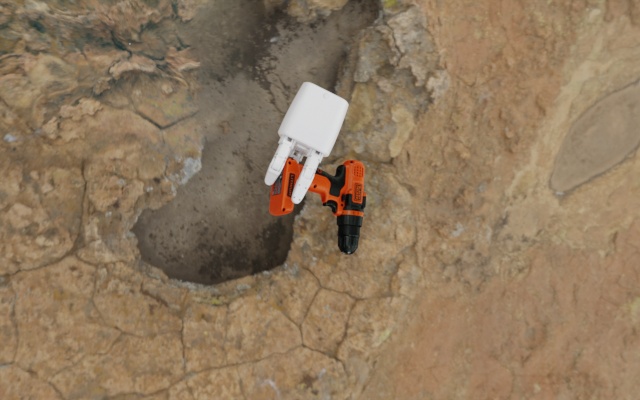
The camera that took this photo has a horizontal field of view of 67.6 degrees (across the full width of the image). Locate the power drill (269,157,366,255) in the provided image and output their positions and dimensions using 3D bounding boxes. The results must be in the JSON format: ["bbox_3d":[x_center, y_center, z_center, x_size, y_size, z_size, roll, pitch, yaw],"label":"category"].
[{"bbox_3d":[0.000,0.003,0.892,0.188,0.184,0.057,10,-12,-31],"label":"power drill"}]
